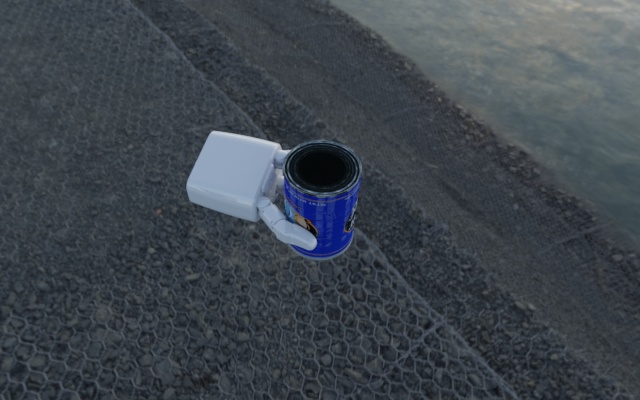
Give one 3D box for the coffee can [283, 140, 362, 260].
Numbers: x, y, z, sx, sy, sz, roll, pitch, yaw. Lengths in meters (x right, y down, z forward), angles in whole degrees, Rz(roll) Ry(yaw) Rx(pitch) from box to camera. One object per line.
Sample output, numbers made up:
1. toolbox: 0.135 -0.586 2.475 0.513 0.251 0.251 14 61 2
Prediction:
1. coffee can: 0.000 0.002 0.665 0.103 0.102 0.140 0 -41 -3
